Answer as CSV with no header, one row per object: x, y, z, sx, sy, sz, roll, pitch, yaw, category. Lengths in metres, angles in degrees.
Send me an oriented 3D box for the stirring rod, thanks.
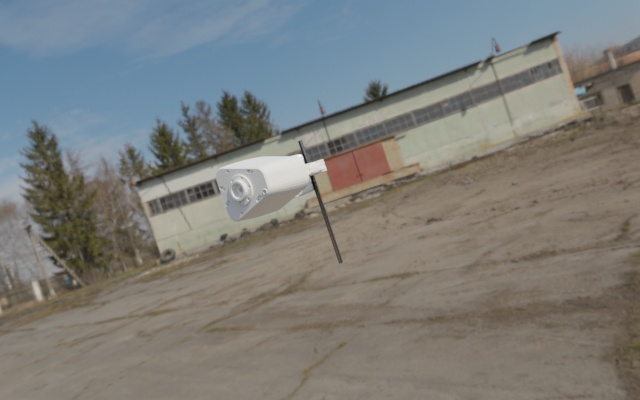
0.000,0.003,0.891,0.011,0.239,0.011,-19,1,0,stirring rod
